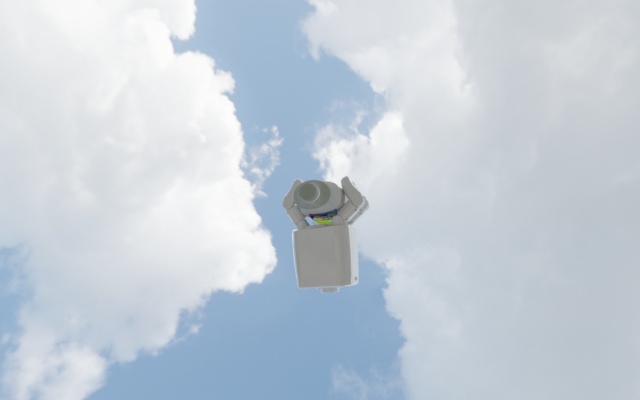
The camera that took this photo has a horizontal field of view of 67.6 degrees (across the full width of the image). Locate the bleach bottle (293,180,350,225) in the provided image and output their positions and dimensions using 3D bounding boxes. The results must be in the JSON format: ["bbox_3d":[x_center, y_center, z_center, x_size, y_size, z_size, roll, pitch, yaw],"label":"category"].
[{"bbox_3d":[0.000,0.003,0.870,0.102,0.068,0.251,-6,-8,13],"label":"bleach bottle"}]
